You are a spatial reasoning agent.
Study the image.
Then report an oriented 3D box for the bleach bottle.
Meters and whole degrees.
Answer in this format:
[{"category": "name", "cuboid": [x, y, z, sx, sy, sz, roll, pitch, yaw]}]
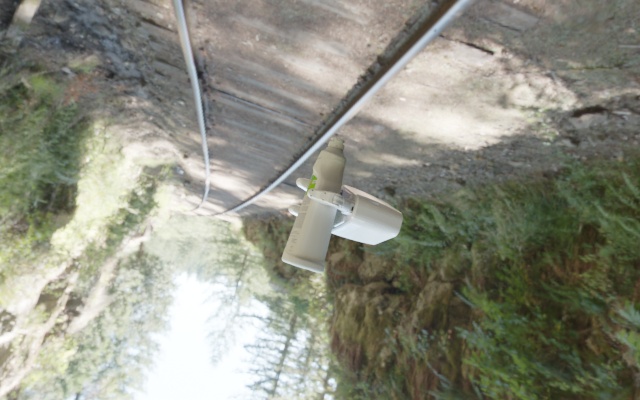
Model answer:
[{"category": "bleach bottle", "cuboid": [0.000, 0.003, 0.890, 0.068, 0.251, 0.102, 20, -7, -19]}]
